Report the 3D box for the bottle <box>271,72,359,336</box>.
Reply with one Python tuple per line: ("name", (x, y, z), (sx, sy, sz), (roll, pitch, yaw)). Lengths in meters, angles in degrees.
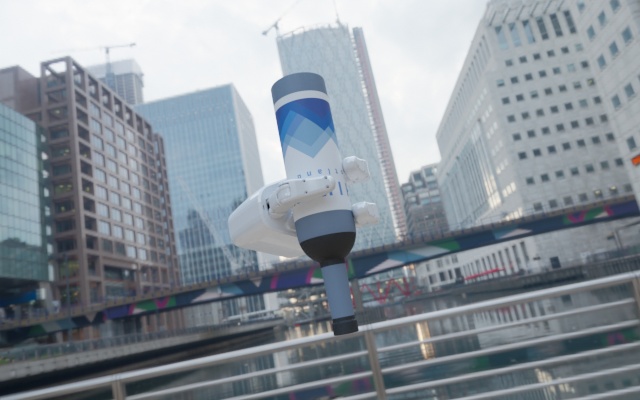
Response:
("bottle", (0.000, 0.002, 0.543), (0.069, 0.295, 0.069), (-11, -13, -3))
